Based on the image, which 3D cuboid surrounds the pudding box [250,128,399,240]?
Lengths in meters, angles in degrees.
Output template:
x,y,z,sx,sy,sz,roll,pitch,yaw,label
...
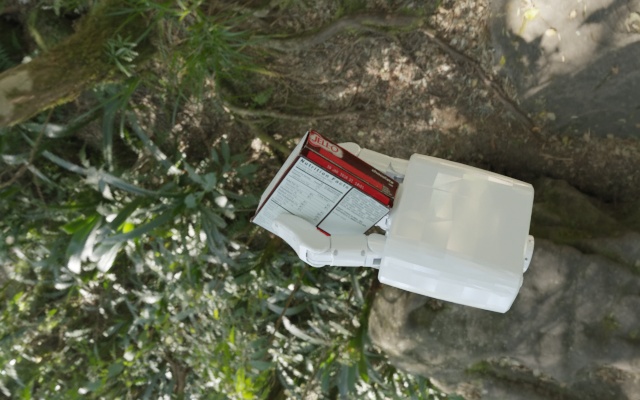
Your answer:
x,y,z,sx,sy,sz,roll,pitch,yaw,label
0.000,0.002,0.422,0.090,0.039,0.113,31,-44,-11,pudding box
